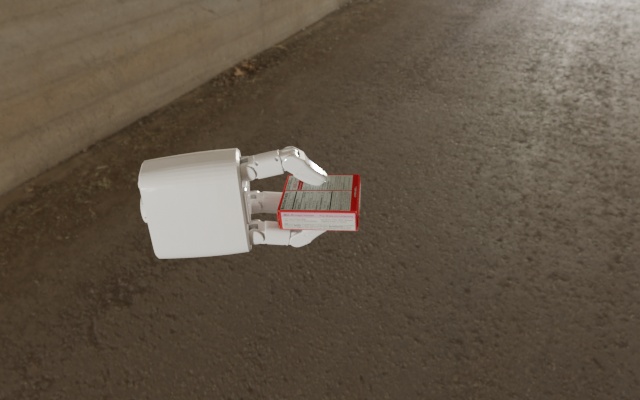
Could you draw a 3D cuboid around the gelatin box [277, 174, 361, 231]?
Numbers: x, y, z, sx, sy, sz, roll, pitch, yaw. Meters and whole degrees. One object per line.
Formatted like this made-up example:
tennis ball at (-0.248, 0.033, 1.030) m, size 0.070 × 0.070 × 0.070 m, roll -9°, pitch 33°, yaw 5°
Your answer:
gelatin box at (0.000, 0.001, 0.541) m, size 0.089 × 0.030 × 0.073 m, roll 0°, pitch 36°, yaw 7°
